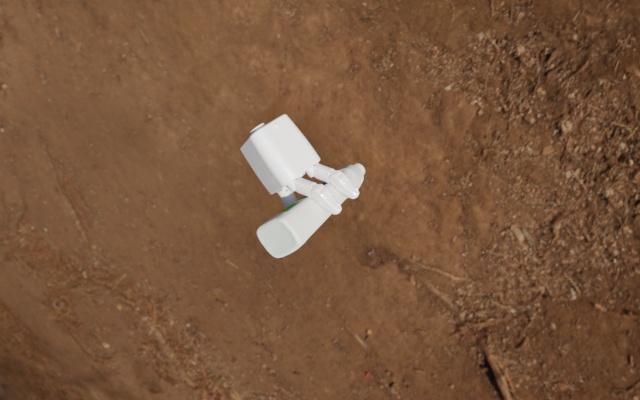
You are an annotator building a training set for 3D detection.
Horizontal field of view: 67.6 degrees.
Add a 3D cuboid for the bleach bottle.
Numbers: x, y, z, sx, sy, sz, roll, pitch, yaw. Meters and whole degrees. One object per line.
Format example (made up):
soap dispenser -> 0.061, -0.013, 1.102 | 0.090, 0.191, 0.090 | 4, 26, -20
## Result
bleach bottle -> 0.000, 0.003, 0.878 | 0.250, 0.068, 0.102 | -40, 7, -41
